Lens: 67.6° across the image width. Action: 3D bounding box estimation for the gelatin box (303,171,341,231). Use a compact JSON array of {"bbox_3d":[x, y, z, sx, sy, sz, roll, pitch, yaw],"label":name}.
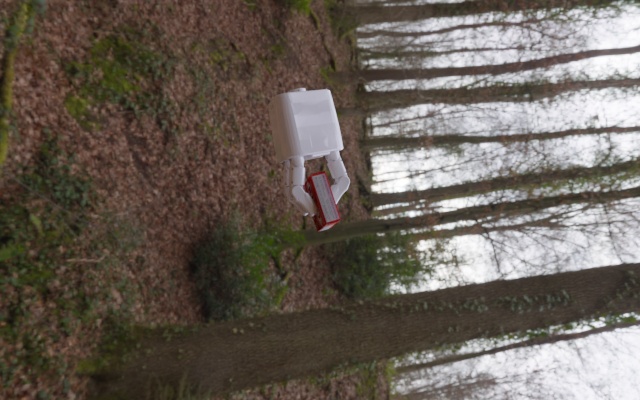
[{"bbox_3d":[0.001,0.003,0.812,0.030,0.089,0.073,-16,-9,-16],"label":"gelatin box"}]
